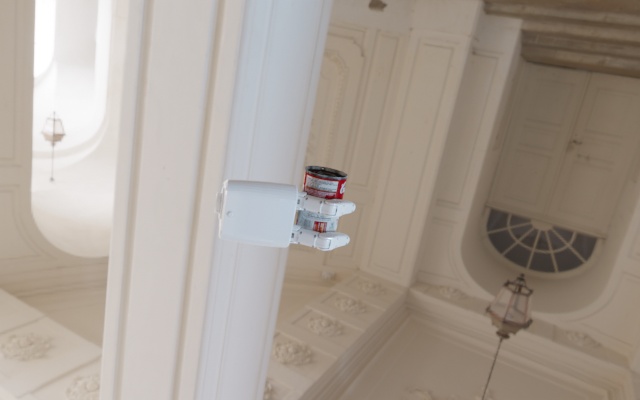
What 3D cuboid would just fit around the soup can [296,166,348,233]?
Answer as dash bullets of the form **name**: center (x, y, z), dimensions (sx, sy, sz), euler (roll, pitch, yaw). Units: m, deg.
- **soup can**: center (0.001, 0.003, 0.760), dimensions (0.068, 0.102, 0.068), euler (10, 15, -3)
